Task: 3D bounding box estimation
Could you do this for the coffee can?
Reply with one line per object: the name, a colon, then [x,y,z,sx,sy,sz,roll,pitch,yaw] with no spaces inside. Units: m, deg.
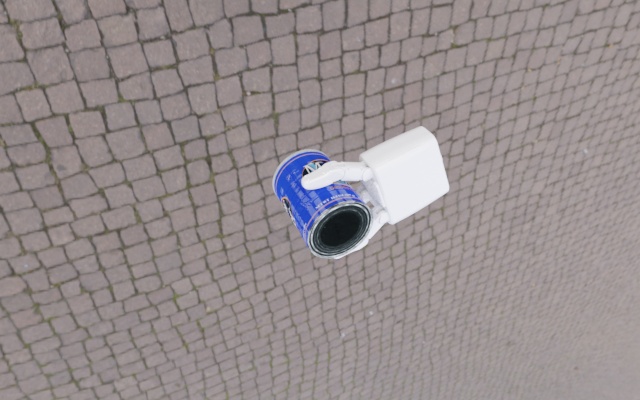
coffee can: [0.000,0.002,0.713,0.103,0.103,0.140,0,36,-31]
